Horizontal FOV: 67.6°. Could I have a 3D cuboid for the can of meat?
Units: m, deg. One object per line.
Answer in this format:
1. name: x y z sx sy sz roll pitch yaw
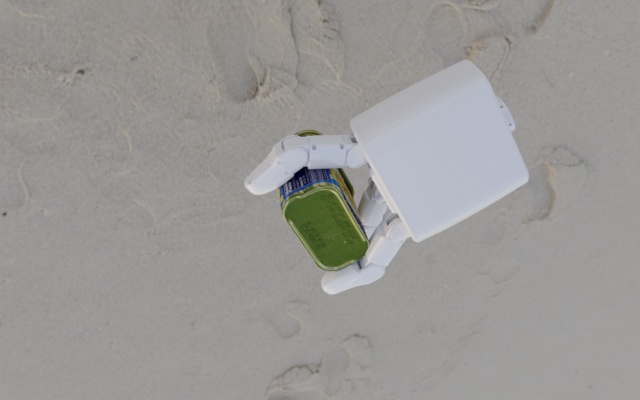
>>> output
1. can of meat: 0.000 0.002 0.429 0.057 0.102 0.084 -26 38 8
